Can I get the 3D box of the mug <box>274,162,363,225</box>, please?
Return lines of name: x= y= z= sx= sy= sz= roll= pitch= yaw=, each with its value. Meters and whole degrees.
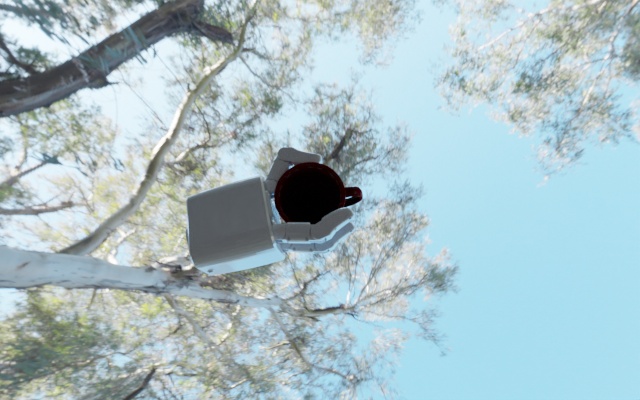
mug: x=0.002 y=0.002 z=0.654 sx=0.117 sy=0.093 sz=0.081 roll=-13 pitch=-17 yaw=0
